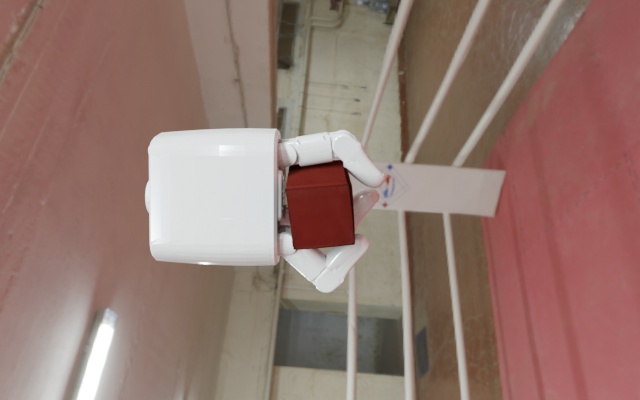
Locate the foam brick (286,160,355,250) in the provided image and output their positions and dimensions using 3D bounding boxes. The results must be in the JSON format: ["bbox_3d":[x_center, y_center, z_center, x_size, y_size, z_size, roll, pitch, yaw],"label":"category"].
[{"bbox_3d":[0.000,0.001,0.404,0.051,0.053,0.078,-5,19,1],"label":"foam brick"}]
